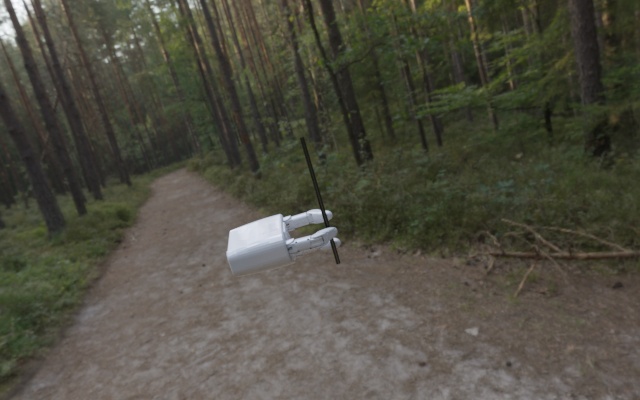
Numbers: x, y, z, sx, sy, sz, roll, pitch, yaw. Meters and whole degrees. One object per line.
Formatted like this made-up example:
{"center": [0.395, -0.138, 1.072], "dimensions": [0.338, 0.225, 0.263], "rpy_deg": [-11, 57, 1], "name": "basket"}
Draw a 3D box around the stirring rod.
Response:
{"center": [0.000, 0.003, 0.861], "dimensions": [0.011, 0.239, 0.011], "rpy_deg": [-16, 10, 3], "name": "stirring rod"}
